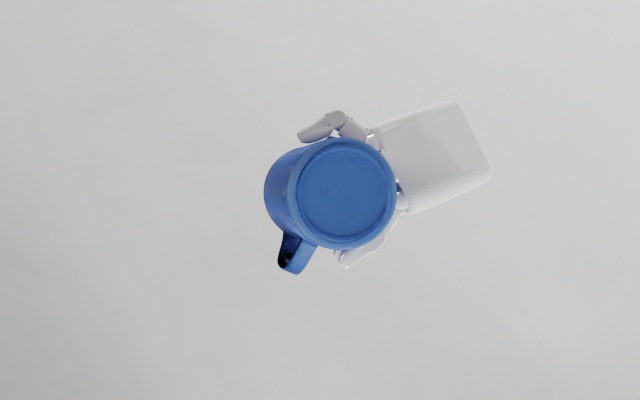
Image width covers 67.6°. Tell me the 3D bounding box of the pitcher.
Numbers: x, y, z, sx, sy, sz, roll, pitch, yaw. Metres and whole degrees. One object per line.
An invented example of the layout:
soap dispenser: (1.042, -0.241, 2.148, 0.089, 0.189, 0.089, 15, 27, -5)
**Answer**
pitcher: (0.000, 0.002, 0.561, 0.145, 0.149, 0.243, -21, 4, -7)
